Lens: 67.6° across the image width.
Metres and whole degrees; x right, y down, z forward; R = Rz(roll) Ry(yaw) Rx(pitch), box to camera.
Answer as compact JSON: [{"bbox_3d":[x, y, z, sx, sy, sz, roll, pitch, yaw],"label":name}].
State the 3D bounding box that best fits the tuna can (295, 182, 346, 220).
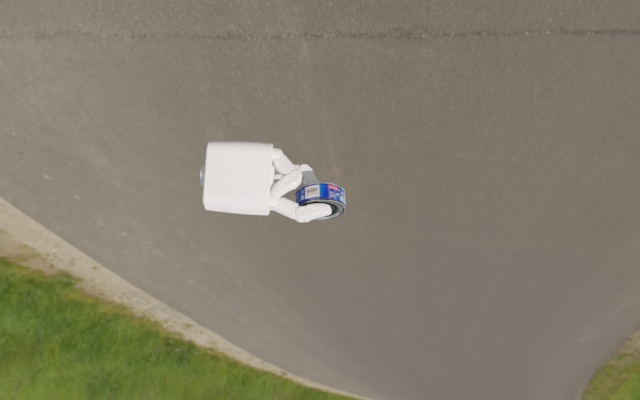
[{"bbox_3d":[0.000,0.003,0.816,0.086,0.033,0.086,-2,-26,-1],"label":"tuna can"}]
